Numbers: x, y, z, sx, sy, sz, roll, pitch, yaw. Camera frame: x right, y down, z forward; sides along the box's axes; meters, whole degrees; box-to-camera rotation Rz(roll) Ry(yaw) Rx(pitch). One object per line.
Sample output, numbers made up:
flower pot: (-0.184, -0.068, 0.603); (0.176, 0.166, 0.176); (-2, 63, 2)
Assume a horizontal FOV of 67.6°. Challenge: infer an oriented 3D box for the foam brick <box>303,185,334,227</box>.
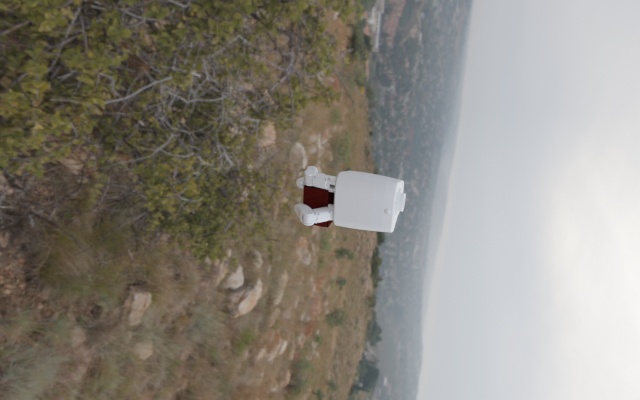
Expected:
foam brick: (0.000, 0.003, 0.887); (0.051, 0.078, 0.053); (10, 25, 17)
